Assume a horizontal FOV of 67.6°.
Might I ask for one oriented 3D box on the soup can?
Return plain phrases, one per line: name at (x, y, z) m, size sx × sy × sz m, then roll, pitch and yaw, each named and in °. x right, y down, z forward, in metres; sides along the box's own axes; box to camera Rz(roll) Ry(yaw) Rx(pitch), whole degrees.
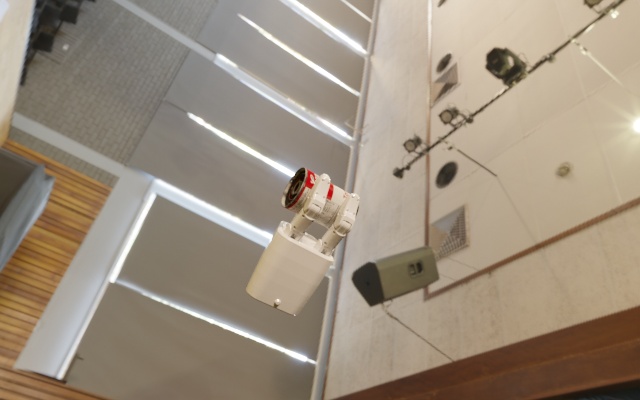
soup can at (0.001, 0.002, 0.738) m, size 0.102 × 0.068 × 0.068 m, roll 29°, pitch -11°, yaw -21°
